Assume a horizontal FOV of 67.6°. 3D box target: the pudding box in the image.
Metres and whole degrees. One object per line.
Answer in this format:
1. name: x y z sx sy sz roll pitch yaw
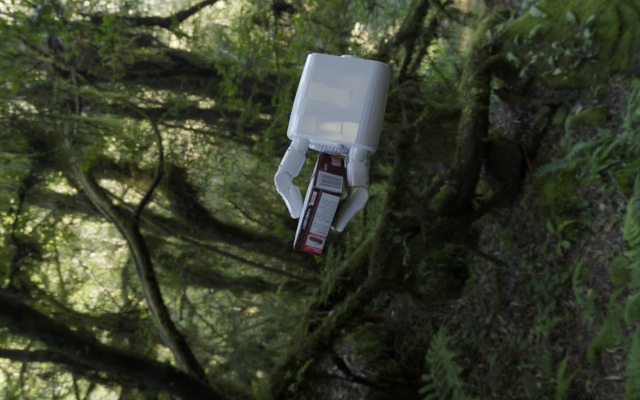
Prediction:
1. pudding box: 0.000 0.002 0.596 0.039 0.090 0.113 16 26 -2
